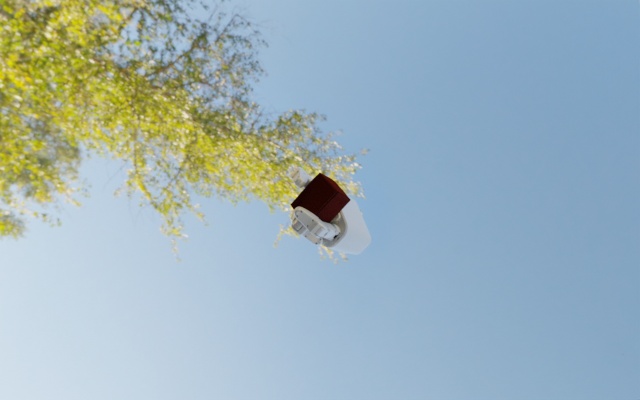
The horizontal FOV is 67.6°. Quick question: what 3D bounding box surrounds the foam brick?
[{"bbox_3d":[0.000,0.002,0.792,0.053,0.078,0.051,51,15,31],"label":"foam brick"}]
